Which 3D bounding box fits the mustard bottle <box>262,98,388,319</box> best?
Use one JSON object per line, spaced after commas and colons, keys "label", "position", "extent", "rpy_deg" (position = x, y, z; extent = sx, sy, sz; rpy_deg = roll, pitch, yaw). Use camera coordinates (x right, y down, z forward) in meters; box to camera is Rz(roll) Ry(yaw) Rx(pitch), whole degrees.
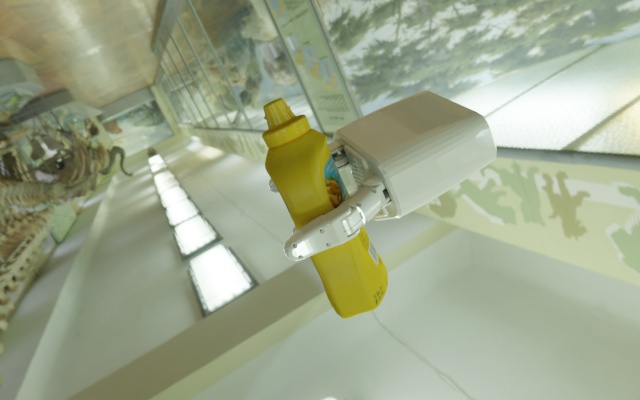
{"label": "mustard bottle", "position": [0.000, 0.002, 0.420], "extent": [0.058, 0.192, 0.096], "rpy_deg": [-20, 18, 14]}
